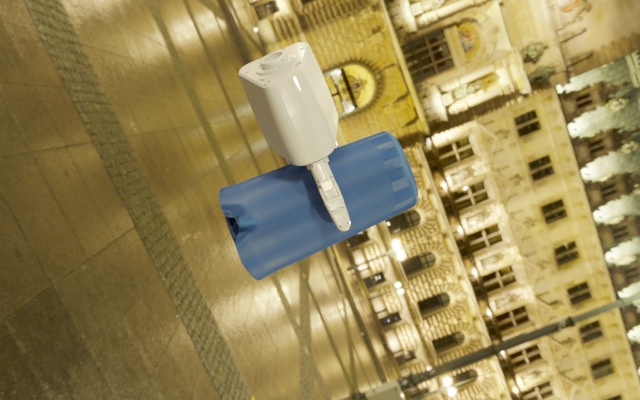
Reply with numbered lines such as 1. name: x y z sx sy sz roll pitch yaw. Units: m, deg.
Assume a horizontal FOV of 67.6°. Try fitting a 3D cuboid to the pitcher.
1. pitcher: 0.000 0.002 0.645 0.243 0.145 0.149 -22 35 3
